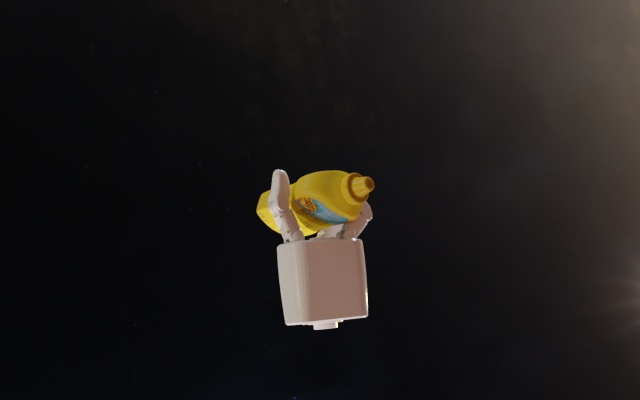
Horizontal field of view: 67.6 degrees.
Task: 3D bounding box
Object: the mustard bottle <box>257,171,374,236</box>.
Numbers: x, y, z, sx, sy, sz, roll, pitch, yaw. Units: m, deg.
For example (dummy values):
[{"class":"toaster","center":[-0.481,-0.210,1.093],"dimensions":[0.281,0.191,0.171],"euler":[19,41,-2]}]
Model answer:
[{"class":"mustard bottle","center":[0.000,0.002,0.664],"dimensions":[0.096,0.058,0.192],"euler":[32,-32,-29]}]
